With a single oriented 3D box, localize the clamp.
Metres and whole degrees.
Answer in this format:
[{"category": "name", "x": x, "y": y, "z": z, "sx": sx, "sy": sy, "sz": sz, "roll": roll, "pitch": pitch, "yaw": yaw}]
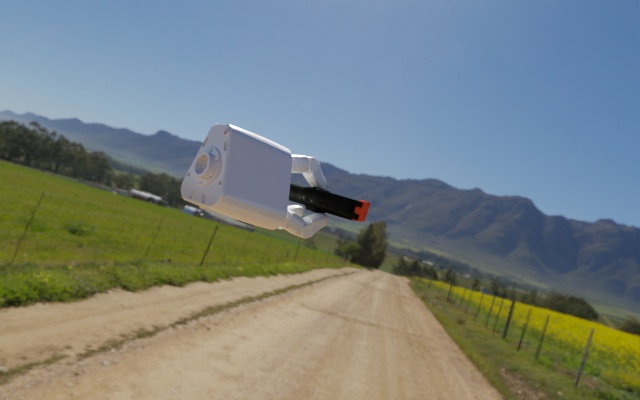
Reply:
[{"category": "clamp", "x": 0.001, "y": 0.002, "z": 0.717, "sx": 0.210, "sy": 0.036, "sz": 0.164, "roll": 14, "pitch": -5, "yaw": 43}]
